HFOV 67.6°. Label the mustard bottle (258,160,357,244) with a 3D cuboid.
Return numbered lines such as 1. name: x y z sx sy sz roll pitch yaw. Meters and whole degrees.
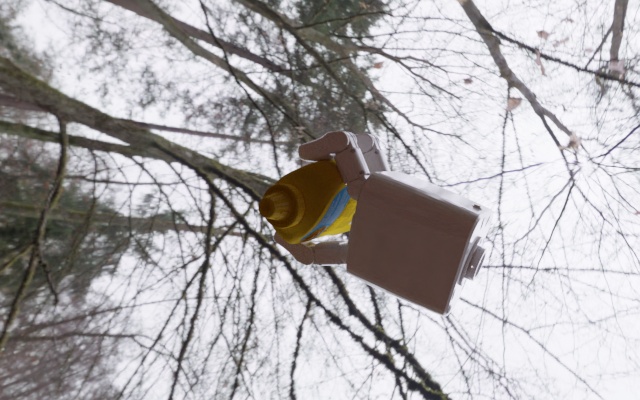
1. mustard bottle: 0.000 0.001 0.496 0.096 0.058 0.191 -50 -20 23
